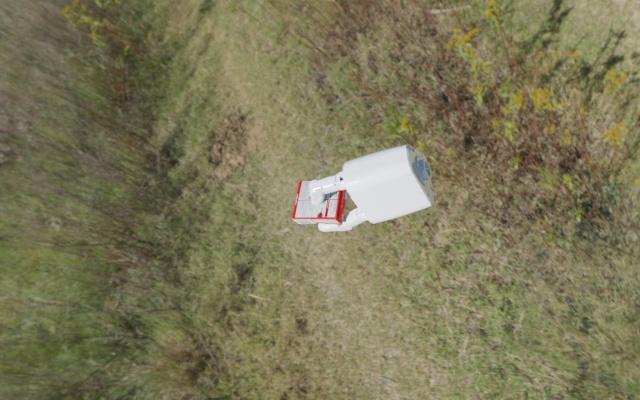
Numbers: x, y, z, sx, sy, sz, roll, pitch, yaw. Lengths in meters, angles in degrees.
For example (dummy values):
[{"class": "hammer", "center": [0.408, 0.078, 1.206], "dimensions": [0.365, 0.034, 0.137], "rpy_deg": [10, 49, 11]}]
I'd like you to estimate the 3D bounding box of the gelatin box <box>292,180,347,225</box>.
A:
[{"class": "gelatin box", "center": [0.000, 0.003, 0.818], "dimensions": [0.089, 0.073, 0.030], "rpy_deg": [-1, -23, 28]}]
